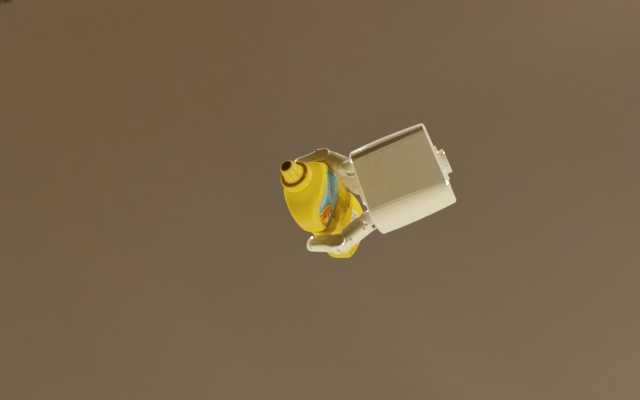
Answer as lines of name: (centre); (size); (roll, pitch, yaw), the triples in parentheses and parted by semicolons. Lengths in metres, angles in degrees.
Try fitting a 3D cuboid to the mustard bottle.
mustard bottle: (0.000, 0.002, 0.667); (0.058, 0.096, 0.192); (-2, -29, 29)
